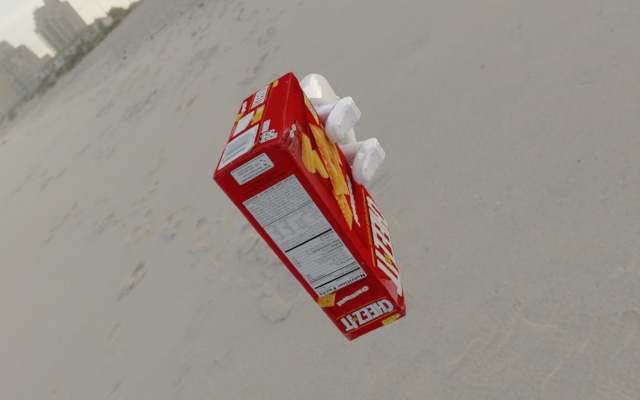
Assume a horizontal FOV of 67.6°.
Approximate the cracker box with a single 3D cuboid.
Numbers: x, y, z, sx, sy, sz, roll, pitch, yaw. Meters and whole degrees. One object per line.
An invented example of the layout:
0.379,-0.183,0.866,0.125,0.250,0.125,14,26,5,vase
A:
0.000,0.001,0.466,0.072,0.214,0.164,-28,28,16,cracker box
